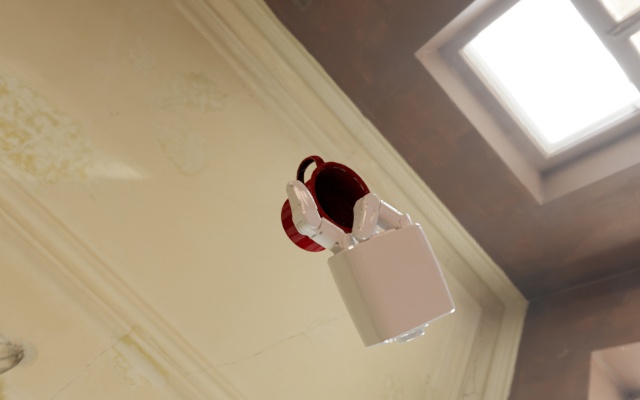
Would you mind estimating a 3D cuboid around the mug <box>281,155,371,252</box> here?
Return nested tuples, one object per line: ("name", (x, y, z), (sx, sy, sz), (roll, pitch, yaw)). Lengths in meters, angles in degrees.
("mug", (-0.001, 0.001, 0.585), (0.093, 0.117, 0.081), (-10, -19, -42))
